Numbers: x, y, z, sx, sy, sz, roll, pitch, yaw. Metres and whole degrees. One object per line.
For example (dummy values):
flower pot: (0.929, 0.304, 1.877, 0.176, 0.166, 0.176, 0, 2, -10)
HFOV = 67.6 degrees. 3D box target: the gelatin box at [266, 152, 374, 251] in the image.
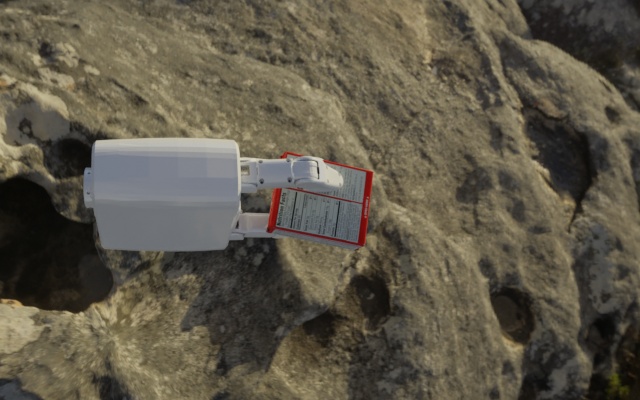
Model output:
gelatin box: (0.001, 0.001, 0.439, 0.089, 0.073, 0.030, 12, -17, -12)
